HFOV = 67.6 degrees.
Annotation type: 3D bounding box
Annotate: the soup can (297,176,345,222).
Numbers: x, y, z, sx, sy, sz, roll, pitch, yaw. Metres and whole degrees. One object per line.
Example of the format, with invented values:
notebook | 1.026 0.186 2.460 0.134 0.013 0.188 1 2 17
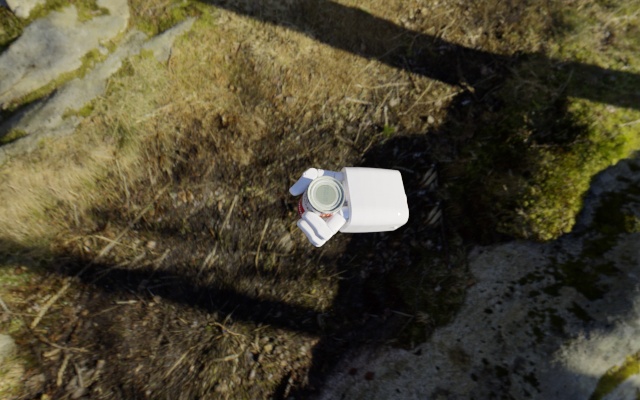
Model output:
soup can | 0.000 0.003 0.842 0.068 0.068 0.102 0 -15 -12
